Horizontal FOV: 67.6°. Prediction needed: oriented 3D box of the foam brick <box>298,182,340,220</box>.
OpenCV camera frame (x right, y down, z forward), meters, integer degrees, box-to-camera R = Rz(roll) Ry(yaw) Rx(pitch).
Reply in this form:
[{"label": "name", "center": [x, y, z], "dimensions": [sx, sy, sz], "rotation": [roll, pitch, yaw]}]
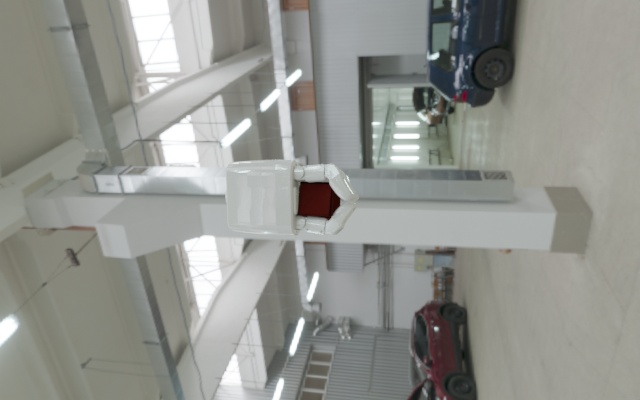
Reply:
[{"label": "foam brick", "center": [0.000, 0.003, 0.747], "dimensions": [0.051, 0.053, 0.078], "rotation": [1, -9, 12]}]
